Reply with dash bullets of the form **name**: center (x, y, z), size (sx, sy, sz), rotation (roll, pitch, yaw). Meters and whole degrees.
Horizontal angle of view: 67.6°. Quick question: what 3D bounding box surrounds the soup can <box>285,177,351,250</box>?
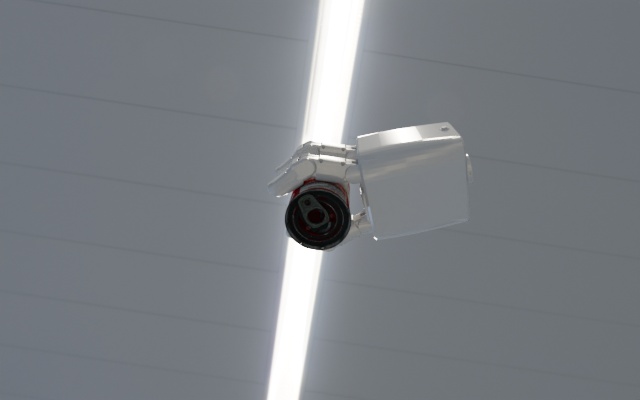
- **soup can**: center (0.000, 0.002, 0.529), size (0.068, 0.068, 0.102), rotation (0, 22, 3)
